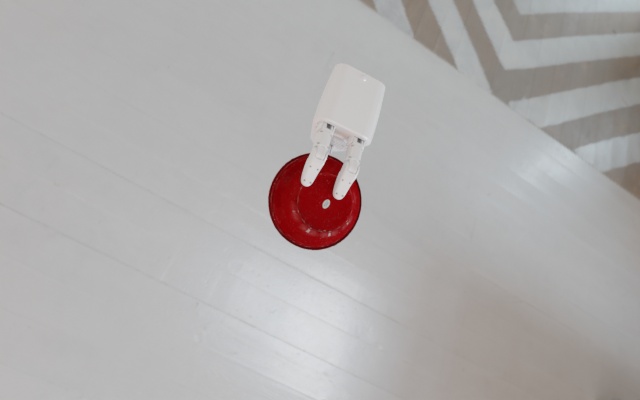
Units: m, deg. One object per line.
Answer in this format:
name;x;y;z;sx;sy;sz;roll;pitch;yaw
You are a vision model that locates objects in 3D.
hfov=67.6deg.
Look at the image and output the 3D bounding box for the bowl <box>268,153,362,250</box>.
bowl;0.000;0.004;0.764;0.162;0.162;0.055;0;2;-17
